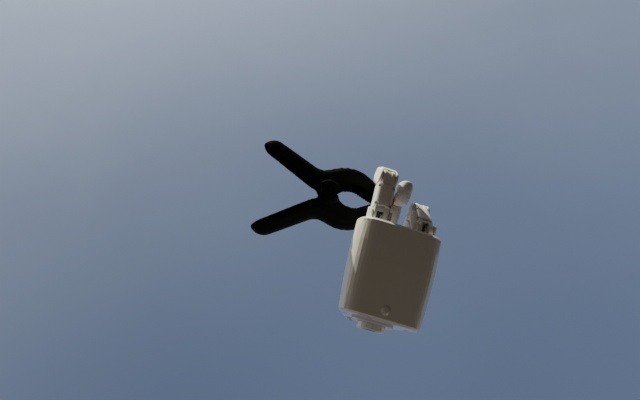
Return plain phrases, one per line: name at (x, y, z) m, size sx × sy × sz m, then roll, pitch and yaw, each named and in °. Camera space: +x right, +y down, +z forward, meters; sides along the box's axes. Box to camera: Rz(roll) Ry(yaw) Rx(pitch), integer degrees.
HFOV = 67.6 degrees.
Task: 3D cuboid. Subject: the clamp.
clamp at (0.000, 0.002, 0.573) m, size 0.171 × 0.120 × 0.039 m, roll 16°, pitch -18°, yaw -1°
